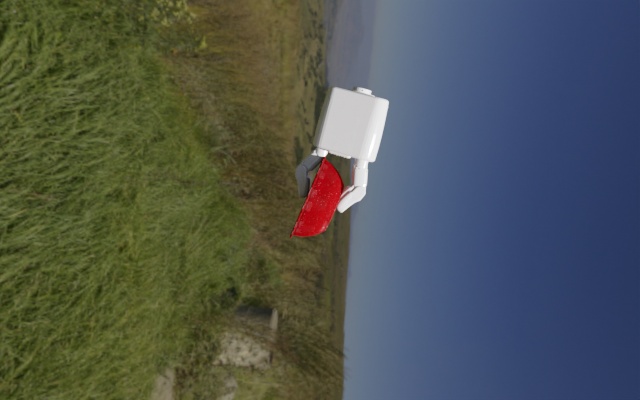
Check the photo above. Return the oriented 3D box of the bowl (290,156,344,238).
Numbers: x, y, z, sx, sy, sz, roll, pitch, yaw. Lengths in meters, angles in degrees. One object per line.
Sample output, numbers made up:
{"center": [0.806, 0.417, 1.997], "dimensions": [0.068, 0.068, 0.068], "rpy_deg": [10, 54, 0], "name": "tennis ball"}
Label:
{"center": [0.000, 0.004, 0.858], "dimensions": [0.055, 0.162, 0.162], "rpy_deg": [23, -1, -2], "name": "bowl"}
